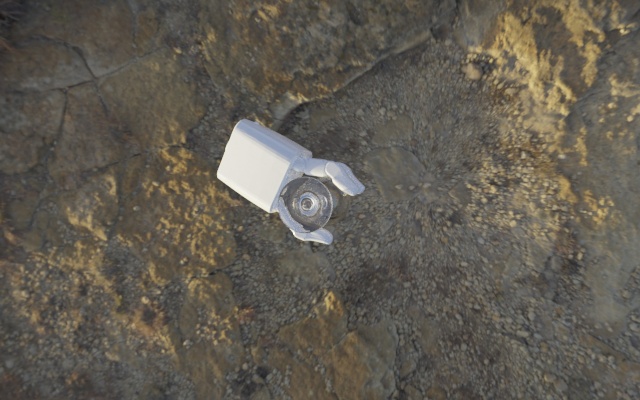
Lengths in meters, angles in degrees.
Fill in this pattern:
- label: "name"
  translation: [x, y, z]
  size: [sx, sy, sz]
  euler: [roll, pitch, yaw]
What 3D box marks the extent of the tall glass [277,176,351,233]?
- label: "tall glass"
  translation: [0.000, 0.003, 0.718]
  size: [0.079, 0.079, 0.201]
  euler: [0, 2, 13]
